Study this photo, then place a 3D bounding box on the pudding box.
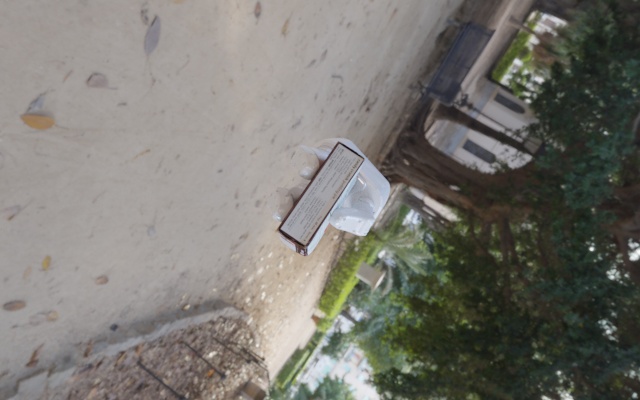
[{"bbox_3d":[0.000,0.002,0.510,0.039,0.113,0.090,31,-11,5],"label":"pudding box"}]
